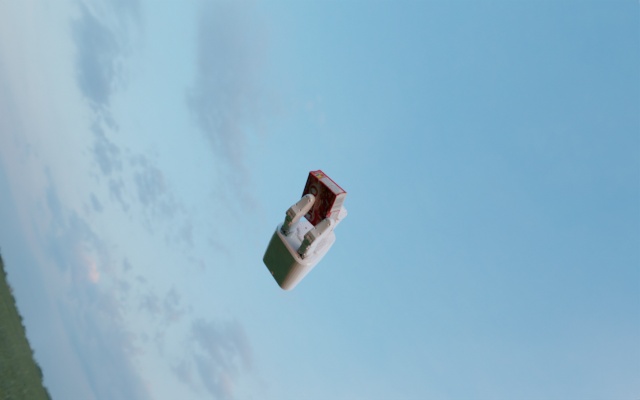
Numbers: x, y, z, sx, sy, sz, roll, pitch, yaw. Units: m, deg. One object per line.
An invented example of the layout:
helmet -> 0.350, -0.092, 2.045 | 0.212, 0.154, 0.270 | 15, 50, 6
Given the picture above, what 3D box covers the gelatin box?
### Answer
gelatin box -> 0.001, 0.002, 0.832 | 0.030, 0.089, 0.073 | -15, 47, -42
